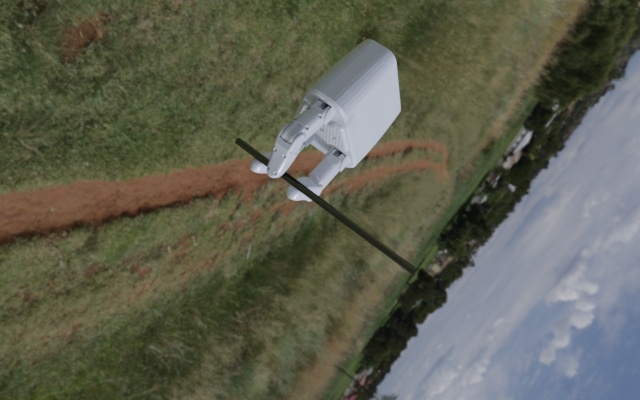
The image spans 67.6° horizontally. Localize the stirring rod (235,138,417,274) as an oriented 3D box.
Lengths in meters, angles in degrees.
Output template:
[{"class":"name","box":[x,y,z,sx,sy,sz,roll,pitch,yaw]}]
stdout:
[{"class":"stirring rod","box":[0.000,0.002,0.506,0.239,0.011,0.011,36,11,15]}]
